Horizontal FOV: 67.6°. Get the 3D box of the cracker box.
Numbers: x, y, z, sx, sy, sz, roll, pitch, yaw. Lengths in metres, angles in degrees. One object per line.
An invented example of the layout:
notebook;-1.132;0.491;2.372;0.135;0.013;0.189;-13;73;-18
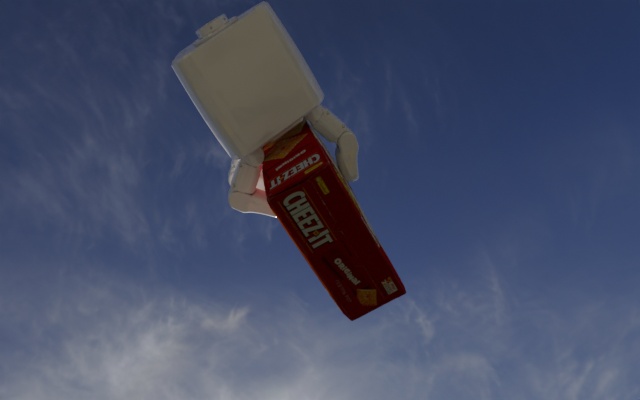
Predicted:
cracker box;0.000;0.002;0.525;0.072;0.164;0.213;-31;26;5
